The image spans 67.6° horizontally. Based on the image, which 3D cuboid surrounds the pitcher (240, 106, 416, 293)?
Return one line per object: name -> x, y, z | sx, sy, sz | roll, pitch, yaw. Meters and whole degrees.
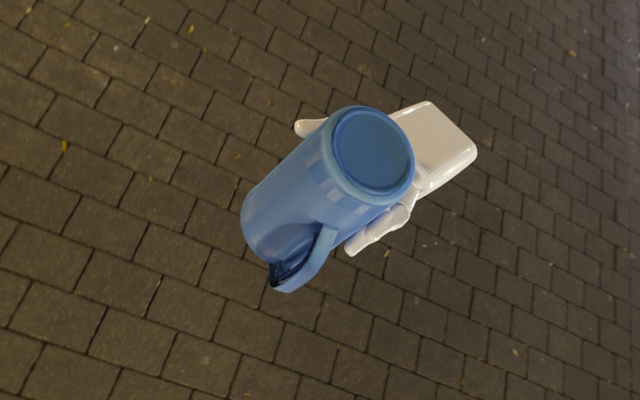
pitcher -> 0.000, 0.002, 0.559 | 0.145, 0.149, 0.243 | -26, -7, -31
